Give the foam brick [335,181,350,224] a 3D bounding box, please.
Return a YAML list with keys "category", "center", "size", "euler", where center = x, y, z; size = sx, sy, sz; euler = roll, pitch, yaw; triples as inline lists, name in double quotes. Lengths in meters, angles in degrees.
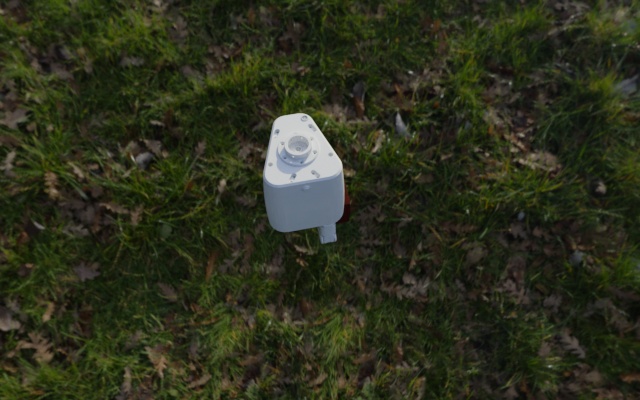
- category: "foam brick"
  center: [0.000, 0.002, 0.675]
  size: [0.078, 0.053, 0.051]
  euler: [-10, -31, -5]
